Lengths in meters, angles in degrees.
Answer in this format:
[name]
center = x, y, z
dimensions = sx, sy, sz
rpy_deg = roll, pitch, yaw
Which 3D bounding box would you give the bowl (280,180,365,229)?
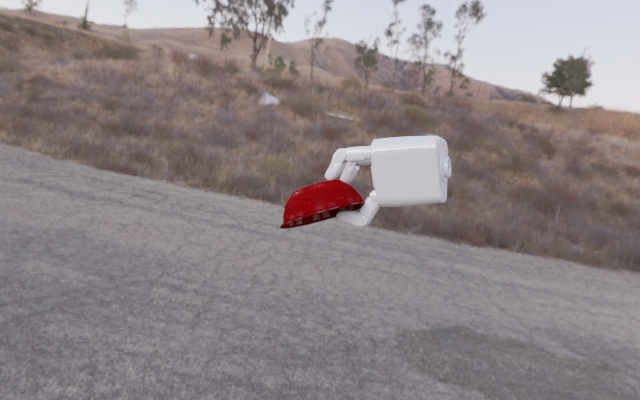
[bowl]
center = -0.001, 0.003, 0.843
dimensions = 0.162, 0.055, 0.162
rpy_deg = -16, -7, -2
